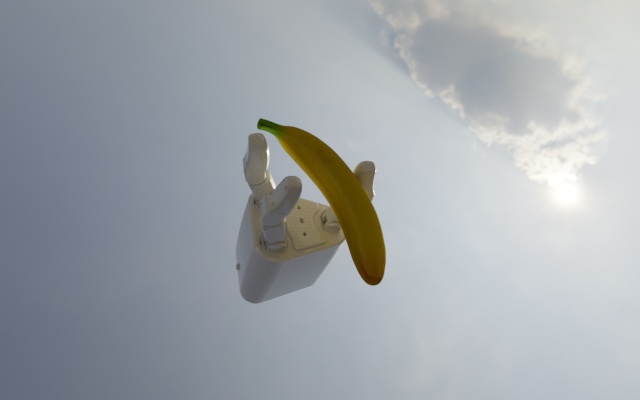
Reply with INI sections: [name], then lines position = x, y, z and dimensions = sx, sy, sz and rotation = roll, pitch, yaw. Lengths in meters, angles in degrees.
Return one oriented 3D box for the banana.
[banana]
position = 0.012, -0.006, 0.462
dimensions = 0.069, 0.197, 0.037
rotation = -19, -28, -38
